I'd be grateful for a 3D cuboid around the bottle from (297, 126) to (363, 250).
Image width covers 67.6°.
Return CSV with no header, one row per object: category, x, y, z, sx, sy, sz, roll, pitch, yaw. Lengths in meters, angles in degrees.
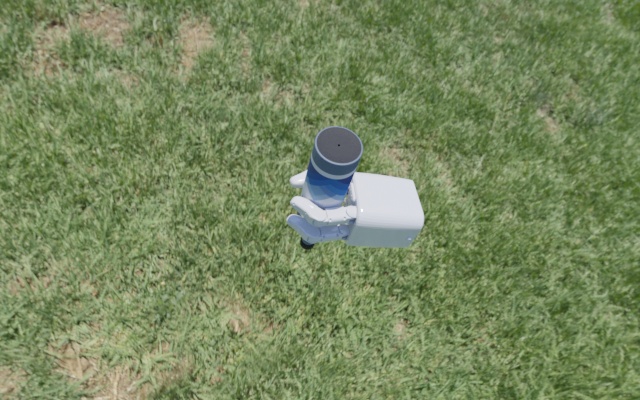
bottle,0.000,0.002,0.763,0.069,0.069,0.296,0,-31,-11
